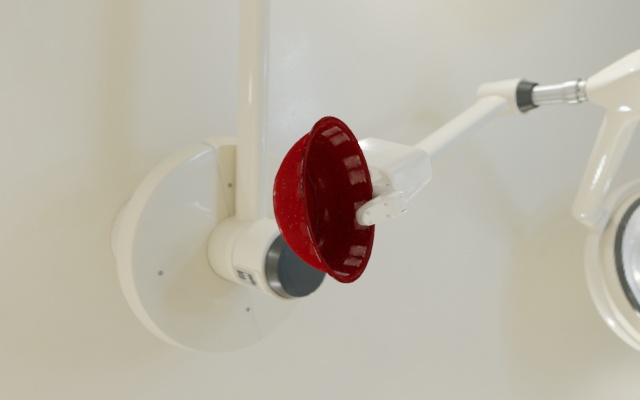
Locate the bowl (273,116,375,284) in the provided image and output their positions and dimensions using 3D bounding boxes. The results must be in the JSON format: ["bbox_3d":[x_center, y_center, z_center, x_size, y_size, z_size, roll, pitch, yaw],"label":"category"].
[{"bbox_3d":[-0.001,0.002,0.471,0.055,0.162,0.162,-7,-3,27],"label":"bowl"}]
